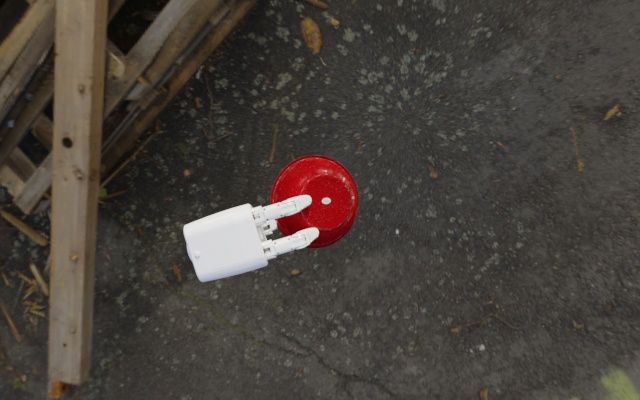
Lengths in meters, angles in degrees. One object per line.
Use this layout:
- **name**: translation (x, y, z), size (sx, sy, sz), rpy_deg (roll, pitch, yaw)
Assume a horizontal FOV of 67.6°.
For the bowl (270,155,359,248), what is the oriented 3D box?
- **bowl**: translation (0.001, 0.002, 0.801), size (0.162, 0.162, 0.055), rpy_deg (0, 1, -19)
